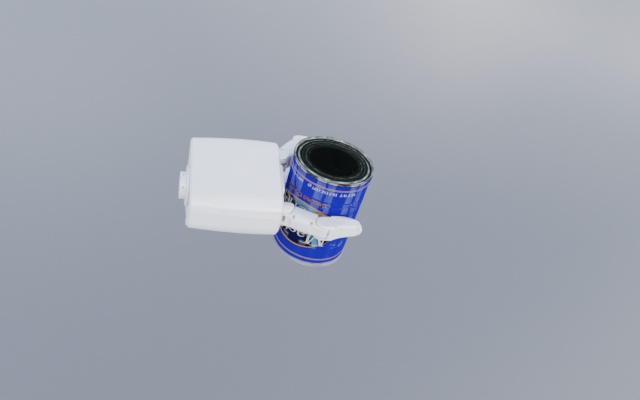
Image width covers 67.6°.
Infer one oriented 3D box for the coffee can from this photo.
[{"bbox_3d":[0.000,0.002,0.625,0.103,0.140,0.102,12,37,-9],"label":"coffee can"}]
